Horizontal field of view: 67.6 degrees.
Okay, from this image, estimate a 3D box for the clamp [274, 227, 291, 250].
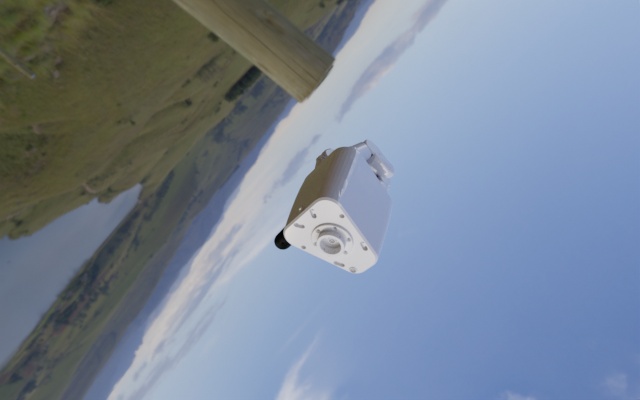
[{"bbox_3d":[0.001,0.002,0.676,0.171,0.039,0.120,-41,16,37],"label":"clamp"}]
